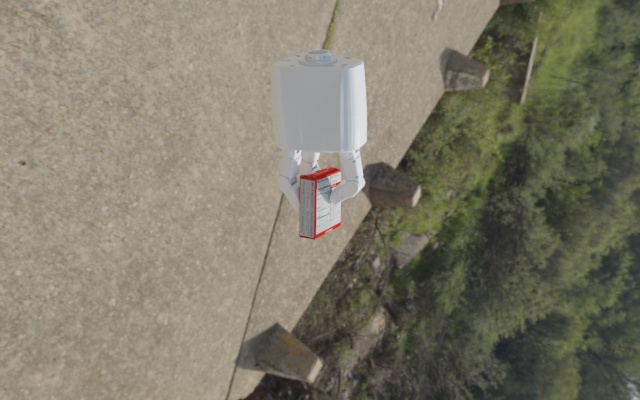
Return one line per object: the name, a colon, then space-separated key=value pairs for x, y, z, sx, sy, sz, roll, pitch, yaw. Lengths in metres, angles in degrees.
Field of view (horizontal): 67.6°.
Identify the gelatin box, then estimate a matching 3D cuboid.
gelatin box: x=0.001 y=0.003 z=0.672 sx=0.030 sy=0.089 sz=0.073 roll=9 pitch=17 yaw=29
